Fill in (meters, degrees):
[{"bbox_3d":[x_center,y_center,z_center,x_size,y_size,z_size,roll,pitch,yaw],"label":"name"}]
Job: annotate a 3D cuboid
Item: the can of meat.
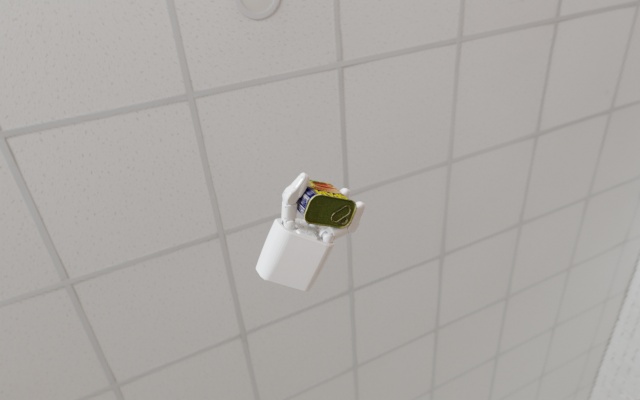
[{"bbox_3d":[0.000,0.003,0.865,0.102,0.057,0.084,10,20,-34],"label":"can of meat"}]
